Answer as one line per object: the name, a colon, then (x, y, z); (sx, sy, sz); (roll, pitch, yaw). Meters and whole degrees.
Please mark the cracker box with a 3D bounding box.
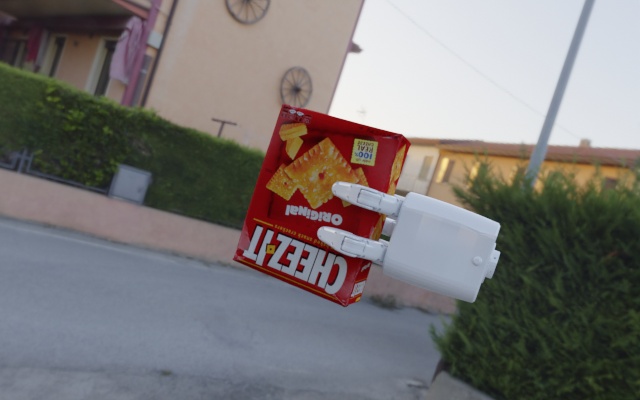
cracker box: (0.000, 0.002, 0.601); (0.164, 0.213, 0.072); (19, 2, 20)
